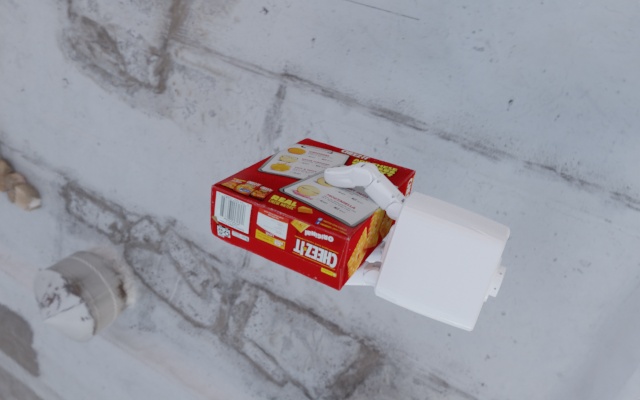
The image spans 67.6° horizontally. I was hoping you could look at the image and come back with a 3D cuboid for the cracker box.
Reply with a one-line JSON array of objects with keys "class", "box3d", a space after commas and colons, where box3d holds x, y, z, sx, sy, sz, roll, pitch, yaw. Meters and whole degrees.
[{"class": "cracker box", "box3d": [0.000, 0.002, 0.568, 0.164, 0.072, 0.213, 20, 28, 21]}]
